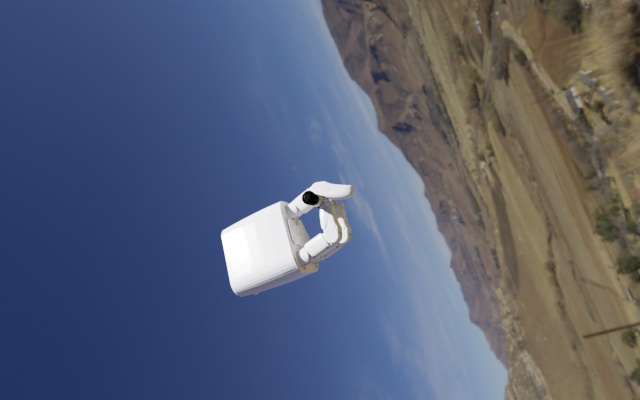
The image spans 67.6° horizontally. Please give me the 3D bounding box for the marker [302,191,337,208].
[{"bbox_3d":[0.000,0.002,0.669,0.020,0.020,0.121,0,-6,17],"label":"marker"}]
